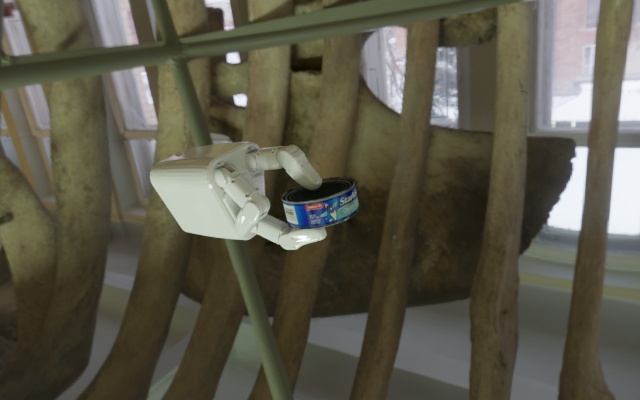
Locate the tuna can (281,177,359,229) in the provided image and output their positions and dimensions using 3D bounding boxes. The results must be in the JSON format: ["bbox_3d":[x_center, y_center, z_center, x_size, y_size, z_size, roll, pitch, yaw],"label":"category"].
[{"bbox_3d":[0.000,0.002,0.546,0.086,0.034,0.086,-12,16,3],"label":"tuna can"}]
